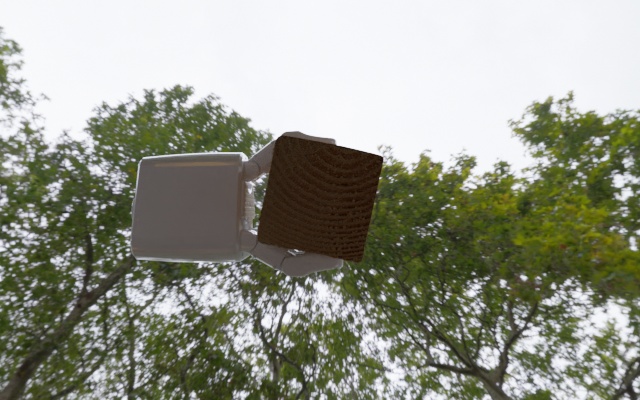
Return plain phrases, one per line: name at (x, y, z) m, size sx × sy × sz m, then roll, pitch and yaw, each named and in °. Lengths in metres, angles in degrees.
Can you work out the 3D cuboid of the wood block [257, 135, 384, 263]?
wood block at (0.000, 0.001, 0.483) m, size 0.090 × 0.091 × 0.206 m, roll 11°, pitch -1°, yaw 0°
